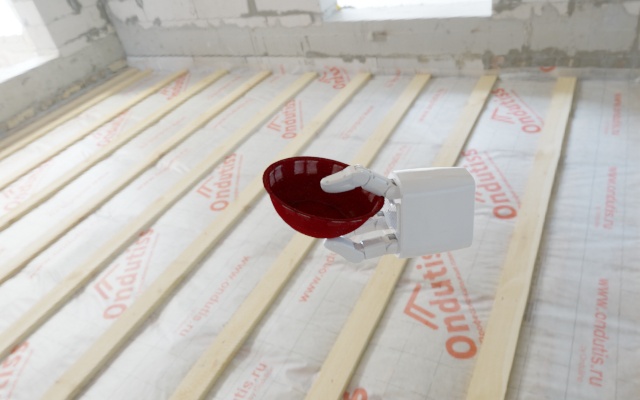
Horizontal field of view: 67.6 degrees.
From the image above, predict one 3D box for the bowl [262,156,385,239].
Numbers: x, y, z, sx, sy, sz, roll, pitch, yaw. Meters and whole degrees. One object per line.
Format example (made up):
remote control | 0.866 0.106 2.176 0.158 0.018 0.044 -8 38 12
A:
bowl | -0.001 0.002 0.632 0.162 0.055 0.162 10 31 -6
